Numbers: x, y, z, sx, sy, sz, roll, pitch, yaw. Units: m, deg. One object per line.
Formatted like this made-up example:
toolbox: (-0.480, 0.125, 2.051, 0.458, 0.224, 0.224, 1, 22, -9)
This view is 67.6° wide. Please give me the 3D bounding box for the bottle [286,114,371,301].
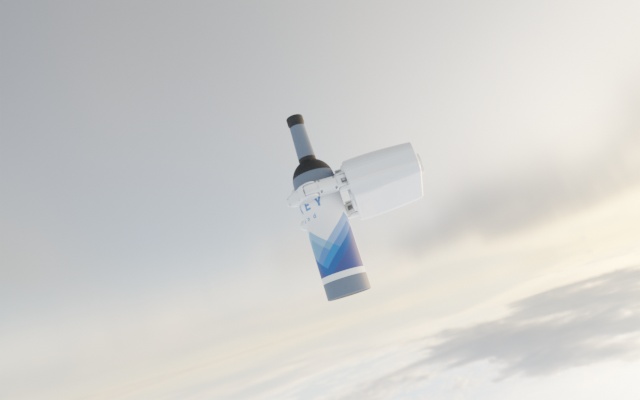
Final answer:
bottle: (0.000, 0.003, 0.736, 0.069, 0.295, 0.069, -16, -14, -4)
